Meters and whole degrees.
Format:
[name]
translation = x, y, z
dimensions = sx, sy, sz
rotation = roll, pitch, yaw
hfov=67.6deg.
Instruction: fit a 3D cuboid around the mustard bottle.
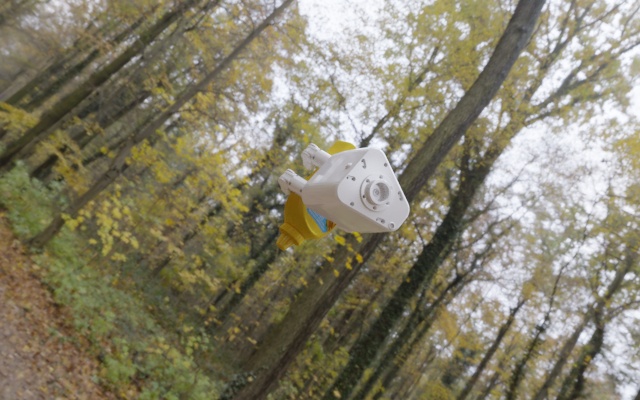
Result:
[mustard bottle]
translation = 0.000, 0.002, 0.747
dimensions = 0.058, 0.191, 0.096
rotation = 22, -26, 46
